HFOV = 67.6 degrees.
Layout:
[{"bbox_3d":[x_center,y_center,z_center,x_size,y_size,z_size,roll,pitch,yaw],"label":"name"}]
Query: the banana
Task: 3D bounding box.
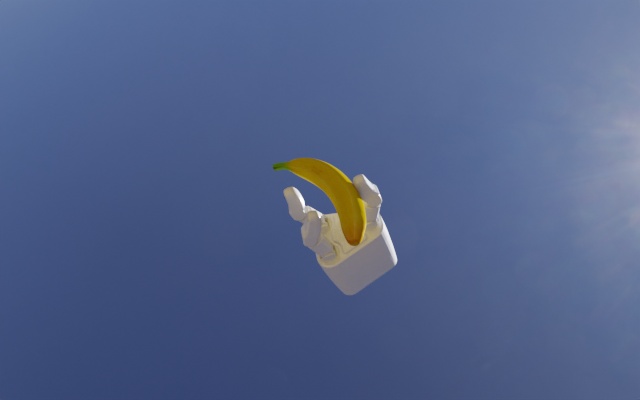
[{"bbox_3d":[0.013,-0.011,0.656,0.069,0.037,0.197,-37,48,-13],"label":"banana"}]
